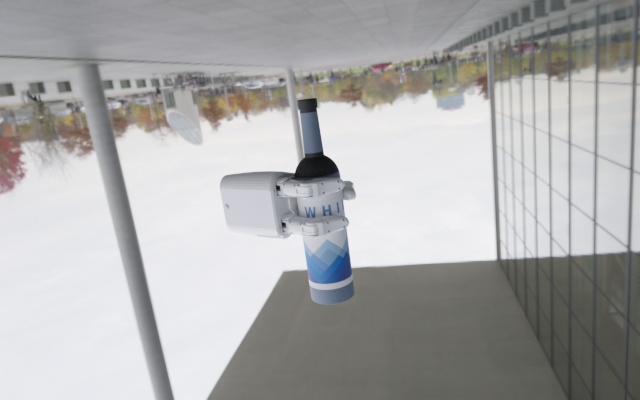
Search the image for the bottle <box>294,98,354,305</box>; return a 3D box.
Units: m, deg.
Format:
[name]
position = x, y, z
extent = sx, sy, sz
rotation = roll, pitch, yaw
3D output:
[bottle]
position = 0.000, 0.003, 0.692
extent = 0.069, 0.296, 0.069
rotation = -7, 14, 2
